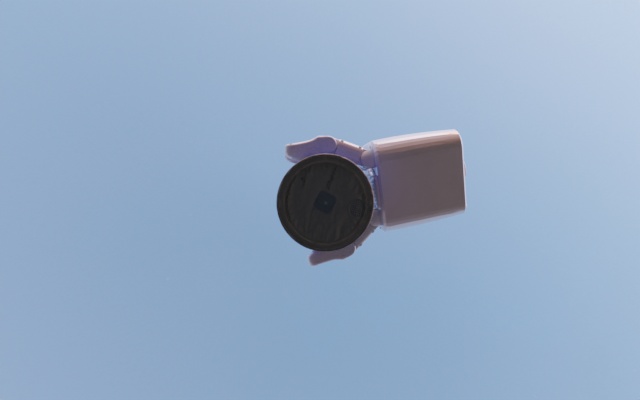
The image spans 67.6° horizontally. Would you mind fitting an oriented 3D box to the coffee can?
[{"bbox_3d":[0.000,0.002,0.565,0.103,0.103,0.140,0,0,-5],"label":"coffee can"}]
